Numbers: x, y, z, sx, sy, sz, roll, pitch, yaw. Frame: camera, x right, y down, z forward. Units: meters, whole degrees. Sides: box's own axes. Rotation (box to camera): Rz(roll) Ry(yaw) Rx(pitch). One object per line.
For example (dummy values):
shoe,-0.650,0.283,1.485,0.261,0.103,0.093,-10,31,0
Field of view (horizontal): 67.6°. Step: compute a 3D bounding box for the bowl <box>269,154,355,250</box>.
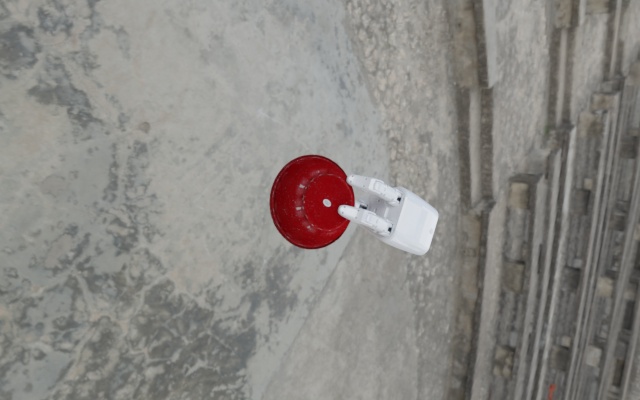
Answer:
bowl,-0.001,0.002,0.787,0.162,0.162,0.055,0,0,-28
